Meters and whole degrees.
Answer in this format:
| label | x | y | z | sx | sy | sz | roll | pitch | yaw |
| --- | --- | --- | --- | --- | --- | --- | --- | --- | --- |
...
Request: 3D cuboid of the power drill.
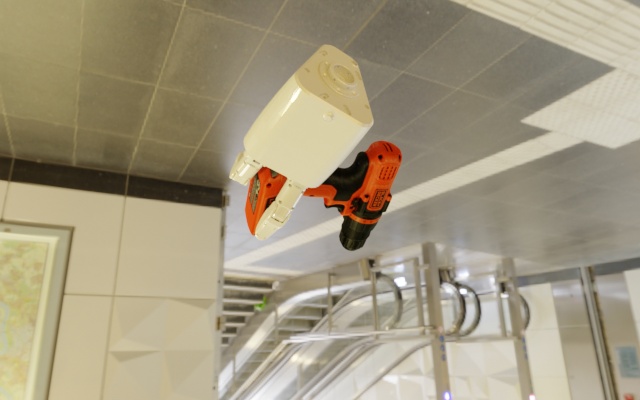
| label | x | y | z | sx | sy | sz | roll | pitch | yaw |
| --- | --- | --- | --- | --- | --- | --- | --- | --- | --- |
| power drill | 0.000 | 0.002 | 0.624 | 0.187 | 0.185 | 0.057 | -3 | 42 | -22 |
